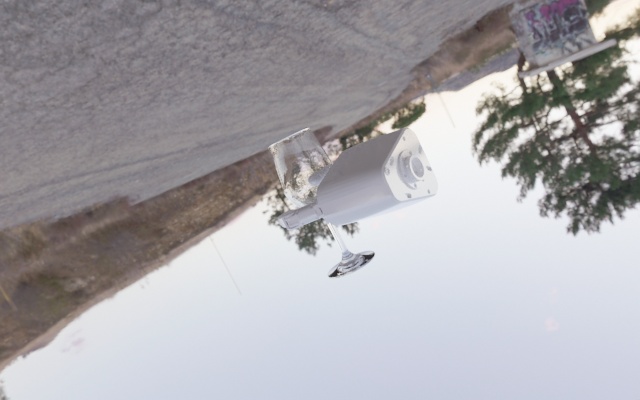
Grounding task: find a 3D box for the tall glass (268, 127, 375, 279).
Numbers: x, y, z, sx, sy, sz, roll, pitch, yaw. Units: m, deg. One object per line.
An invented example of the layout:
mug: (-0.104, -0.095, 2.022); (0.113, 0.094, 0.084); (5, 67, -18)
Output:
tall glass: (0.000, 0.003, 0.660); (0.079, 0.201, 0.079); (-26, 7, 4)
